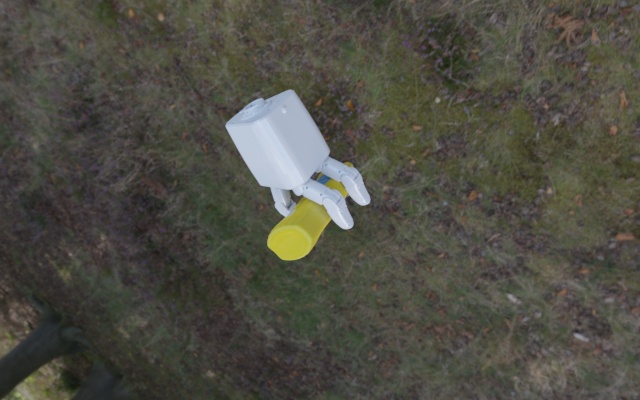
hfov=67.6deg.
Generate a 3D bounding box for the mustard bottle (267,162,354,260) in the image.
[{"bbox_3d":[0.000,0.003,0.720,0.096,0.058,0.191,-39,10,51],"label":"mustard bottle"}]
